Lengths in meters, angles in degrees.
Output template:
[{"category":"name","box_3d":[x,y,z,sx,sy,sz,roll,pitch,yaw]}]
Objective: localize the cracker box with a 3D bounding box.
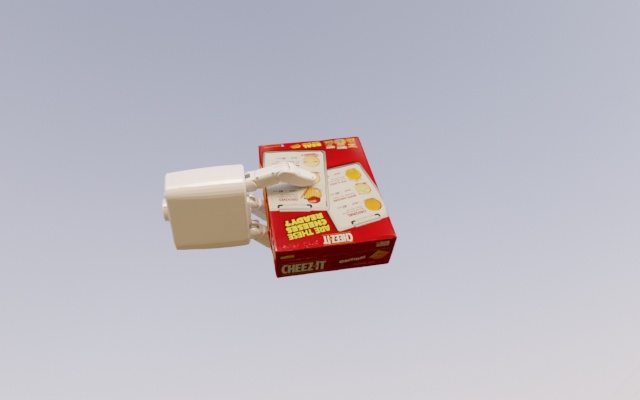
[{"category":"cracker box","box_3d":[0.000,0.002,0.706,0.164,0.213,0.072,-6,-42,-9]}]
